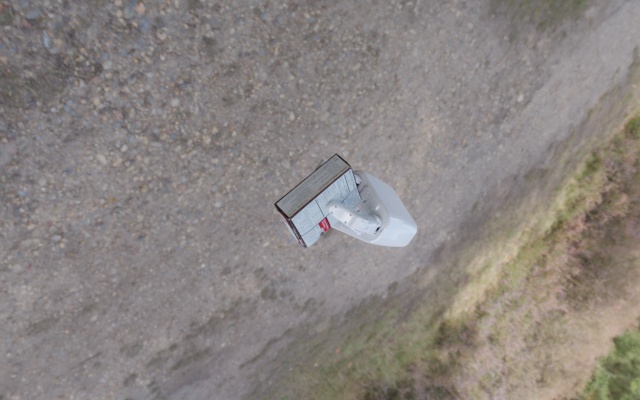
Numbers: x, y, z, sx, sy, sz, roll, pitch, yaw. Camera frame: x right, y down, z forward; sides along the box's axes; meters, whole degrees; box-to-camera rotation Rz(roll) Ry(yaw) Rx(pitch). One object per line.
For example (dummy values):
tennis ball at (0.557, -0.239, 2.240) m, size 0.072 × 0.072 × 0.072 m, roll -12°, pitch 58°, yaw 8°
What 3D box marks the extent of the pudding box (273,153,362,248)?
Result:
pudding box at (0.000, 0.002, 0.658) m, size 0.039 × 0.113 × 0.090 m, roll 41°, pitch -14°, yaw 33°
